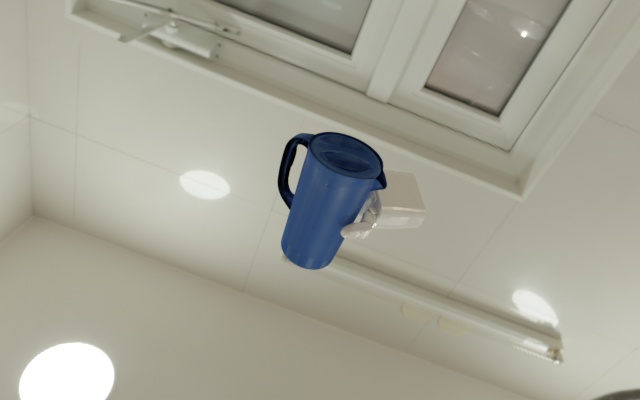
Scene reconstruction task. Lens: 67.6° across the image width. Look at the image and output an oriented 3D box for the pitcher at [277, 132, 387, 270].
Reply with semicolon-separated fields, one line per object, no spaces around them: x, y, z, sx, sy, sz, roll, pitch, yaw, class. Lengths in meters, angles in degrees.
0.000;0.003;0.861;0.145;0.243;0.149;2;40;-26;pitcher
